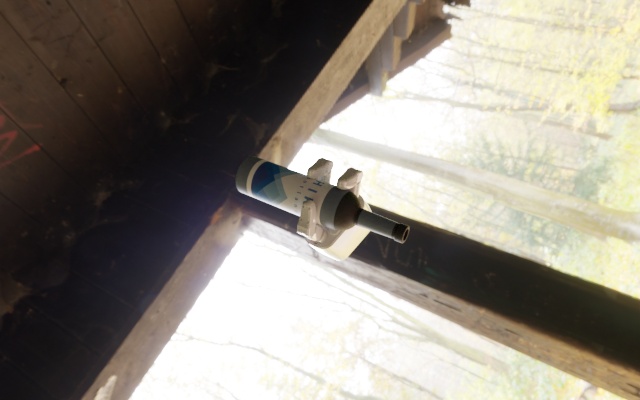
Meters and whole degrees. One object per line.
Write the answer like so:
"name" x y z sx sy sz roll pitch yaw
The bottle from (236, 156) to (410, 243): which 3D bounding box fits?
"bottle" 0.000 0.002 0.759 0.295 0.069 0.069 21 9 25
